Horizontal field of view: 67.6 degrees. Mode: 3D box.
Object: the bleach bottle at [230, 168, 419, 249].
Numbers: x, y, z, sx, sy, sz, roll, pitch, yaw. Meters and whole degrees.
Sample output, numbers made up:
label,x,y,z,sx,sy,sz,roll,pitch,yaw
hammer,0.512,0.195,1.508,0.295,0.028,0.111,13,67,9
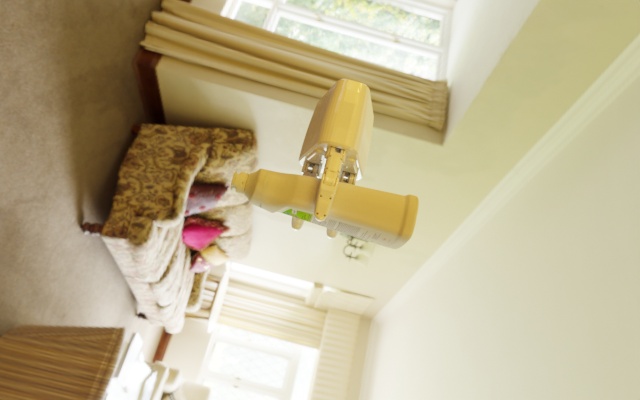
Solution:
label,x,y,z,sx,sy,sz,roll,pitch,yaw
bleach bottle,0.000,0.002,0.662,0.251,0.068,0.102,15,-18,-2
